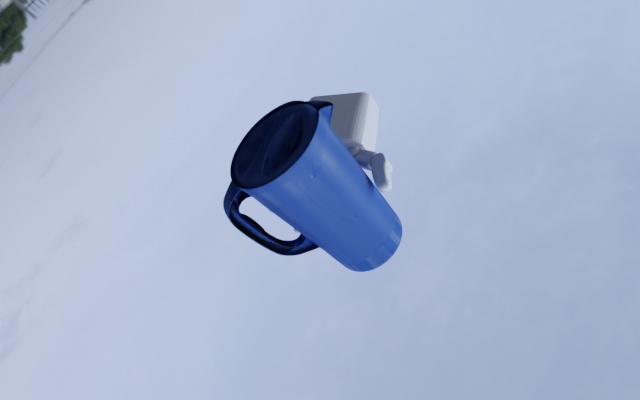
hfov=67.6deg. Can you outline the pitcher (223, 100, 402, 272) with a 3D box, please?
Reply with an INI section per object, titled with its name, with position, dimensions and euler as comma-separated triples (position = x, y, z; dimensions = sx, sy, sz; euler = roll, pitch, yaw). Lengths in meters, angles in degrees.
[pitcher]
position = 0.000, 0.002, 0.630
dimensions = 0.149, 0.145, 0.243
euler = -15, -43, 33
